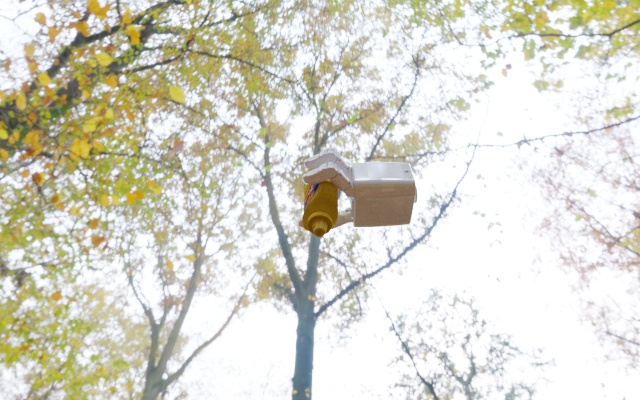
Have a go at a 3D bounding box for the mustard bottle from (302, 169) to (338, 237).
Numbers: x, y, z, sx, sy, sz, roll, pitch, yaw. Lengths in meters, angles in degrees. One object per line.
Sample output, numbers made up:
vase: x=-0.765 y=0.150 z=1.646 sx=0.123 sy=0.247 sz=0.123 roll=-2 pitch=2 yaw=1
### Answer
mustard bottle: x=0.000 y=0.003 z=0.837 sx=0.058 sy=0.096 sz=0.191 roll=19 pitch=29 yaw=-11
